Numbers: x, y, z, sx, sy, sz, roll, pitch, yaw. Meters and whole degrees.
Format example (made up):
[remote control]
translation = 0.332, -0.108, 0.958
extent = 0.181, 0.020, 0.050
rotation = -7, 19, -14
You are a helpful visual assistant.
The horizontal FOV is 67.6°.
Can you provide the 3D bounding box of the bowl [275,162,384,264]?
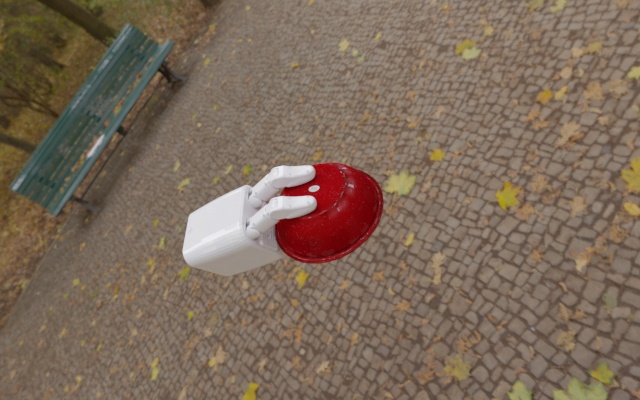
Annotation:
[bowl]
translation = 0.001, 0.001, 0.641
extent = 0.162, 0.162, 0.055
rotation = 0, -37, 28
